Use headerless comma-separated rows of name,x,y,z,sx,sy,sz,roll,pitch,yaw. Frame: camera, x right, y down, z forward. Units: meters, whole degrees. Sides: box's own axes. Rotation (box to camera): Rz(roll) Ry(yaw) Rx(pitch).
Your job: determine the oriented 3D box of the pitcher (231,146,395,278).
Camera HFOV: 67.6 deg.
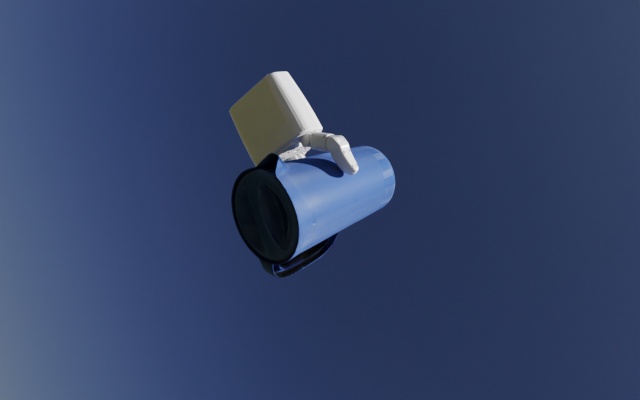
pitcher,0.000,0.002,0.709,0.243,0.145,0.149,-21,-13,-44
